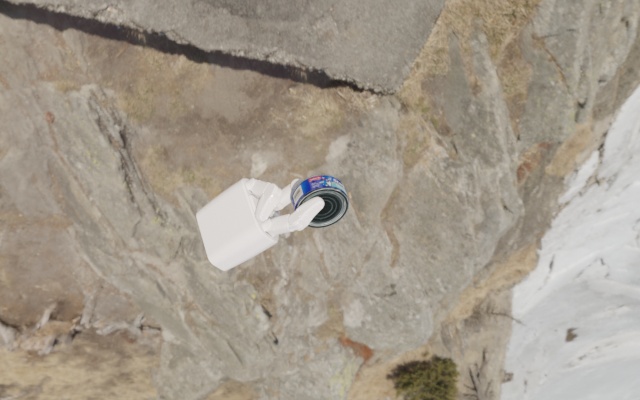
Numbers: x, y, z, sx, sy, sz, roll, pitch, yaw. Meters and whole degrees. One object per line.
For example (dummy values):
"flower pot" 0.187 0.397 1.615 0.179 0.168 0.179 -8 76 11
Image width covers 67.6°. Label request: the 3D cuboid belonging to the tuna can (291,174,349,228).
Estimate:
"tuna can" 0.000 0.003 0.737 0.086 0.086 0.033 0 41 -17
